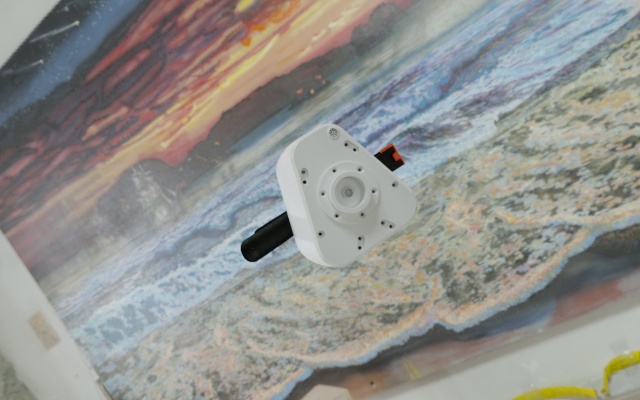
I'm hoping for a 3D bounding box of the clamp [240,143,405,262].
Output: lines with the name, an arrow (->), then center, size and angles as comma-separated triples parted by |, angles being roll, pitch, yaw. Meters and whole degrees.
clamp -> 0.000, 0.001, 0.556 | 0.210, 0.036, 0.164 | -33, 3, -9
